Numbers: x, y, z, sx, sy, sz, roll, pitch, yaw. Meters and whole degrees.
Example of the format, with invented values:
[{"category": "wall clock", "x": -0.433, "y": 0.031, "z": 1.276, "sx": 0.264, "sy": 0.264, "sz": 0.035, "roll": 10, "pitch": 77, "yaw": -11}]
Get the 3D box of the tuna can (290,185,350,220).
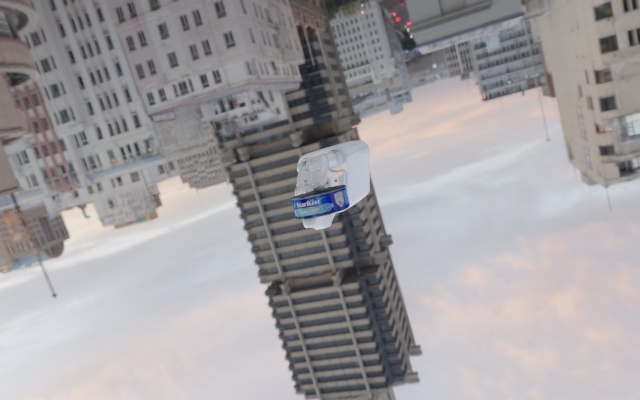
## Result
[{"category": "tuna can", "x": 0.000, "y": 0.003, "z": 0.718, "sx": 0.086, "sy": 0.034, "sz": 0.086, "roll": -13, "pitch": 5, "yaw": 1}]
